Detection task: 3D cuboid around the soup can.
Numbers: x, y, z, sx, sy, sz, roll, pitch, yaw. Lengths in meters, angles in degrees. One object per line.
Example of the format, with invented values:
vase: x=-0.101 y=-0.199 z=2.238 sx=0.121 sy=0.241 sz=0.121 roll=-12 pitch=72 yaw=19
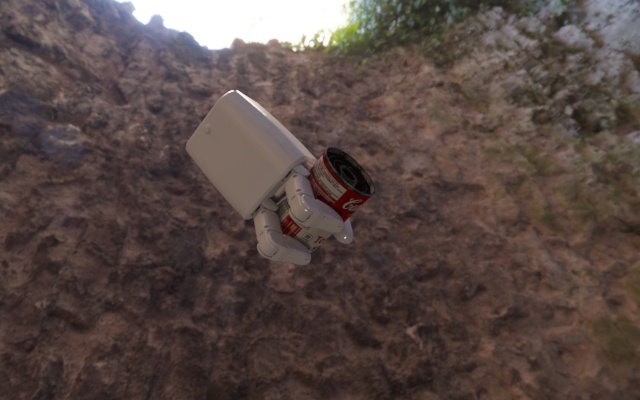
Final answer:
soup can: x=0.000 y=0.002 z=0.518 sx=0.102 sy=0.068 sz=0.068 roll=-46 pitch=-23 yaw=25
